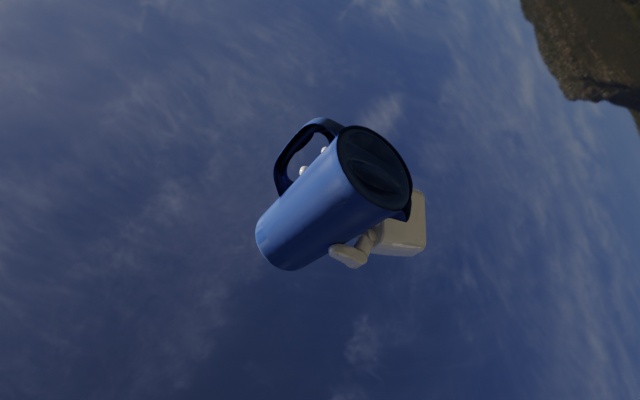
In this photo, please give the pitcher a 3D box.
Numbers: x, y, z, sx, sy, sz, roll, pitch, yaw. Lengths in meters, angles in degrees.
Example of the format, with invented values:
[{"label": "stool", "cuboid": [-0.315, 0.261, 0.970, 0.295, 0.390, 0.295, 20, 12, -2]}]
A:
[{"label": "pitcher", "cuboid": [0.000, 0.002, 0.699, 0.145, 0.149, 0.243, 12, -36, -36]}]
